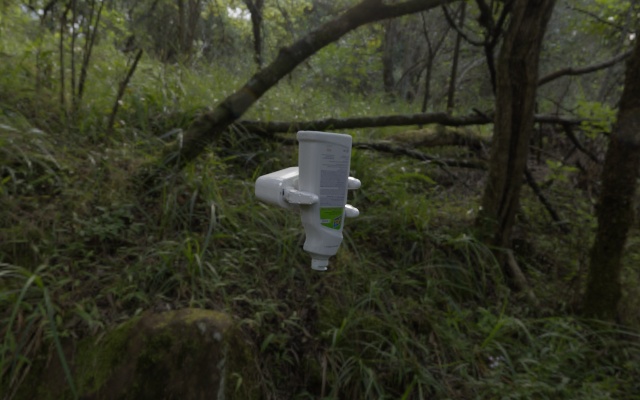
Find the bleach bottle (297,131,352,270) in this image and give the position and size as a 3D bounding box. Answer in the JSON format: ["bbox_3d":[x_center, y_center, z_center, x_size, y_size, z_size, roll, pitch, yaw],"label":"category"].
[{"bbox_3d":[0.000,0.003,0.875,0.102,0.251,0.068,0,7,-35],"label":"bleach bottle"}]
